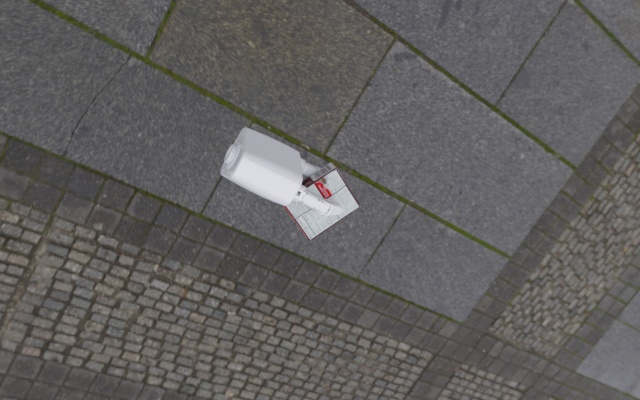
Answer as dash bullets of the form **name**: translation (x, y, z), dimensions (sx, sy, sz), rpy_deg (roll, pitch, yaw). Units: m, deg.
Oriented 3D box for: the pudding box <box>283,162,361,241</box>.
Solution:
- **pudding box**: translation (0.000, 0.003, 0.833), dimensions (0.113, 0.090, 0.039), rpy_deg (-33, 24, 1)
